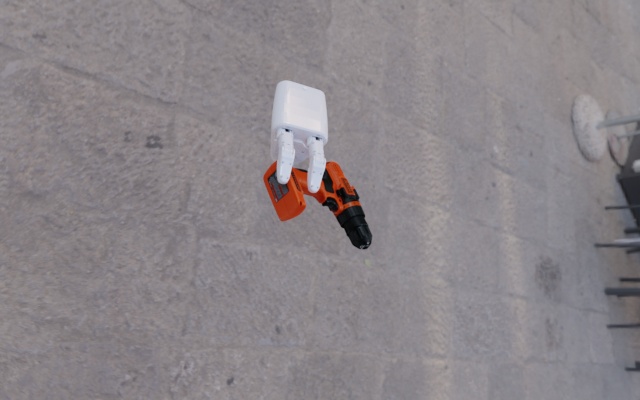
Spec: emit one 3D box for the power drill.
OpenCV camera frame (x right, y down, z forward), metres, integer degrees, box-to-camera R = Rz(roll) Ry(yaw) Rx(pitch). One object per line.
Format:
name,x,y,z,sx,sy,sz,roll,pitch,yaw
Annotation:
power drill,0.000,0.002,0.831,0.057,0.184,0.188,-42,-31,29
